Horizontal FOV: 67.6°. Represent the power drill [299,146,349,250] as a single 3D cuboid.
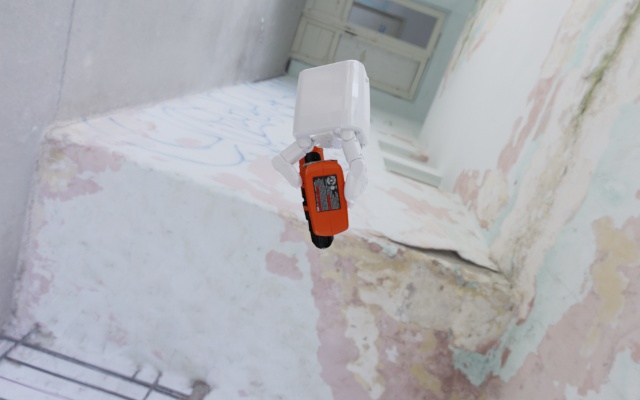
[{"bbox_3d":[0.000,0.002,0.756,0.057,0.184,0.187,-11,8,-7],"label":"power drill"}]
